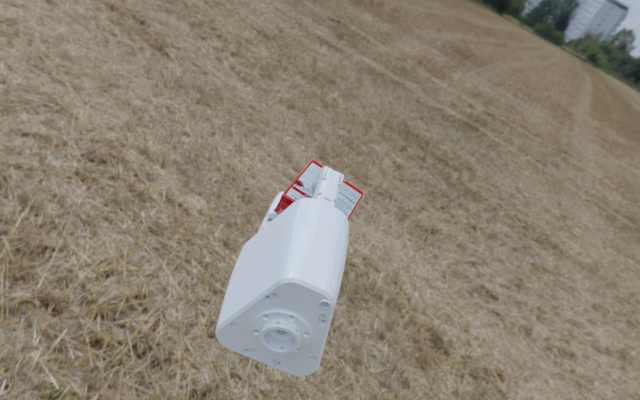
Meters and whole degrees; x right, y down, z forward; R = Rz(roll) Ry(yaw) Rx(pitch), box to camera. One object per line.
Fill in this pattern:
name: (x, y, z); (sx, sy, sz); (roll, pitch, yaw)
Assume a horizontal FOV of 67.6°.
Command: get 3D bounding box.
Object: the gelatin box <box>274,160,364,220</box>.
gelatin box: (0.000, 0.001, 0.531); (0.073, 0.030, 0.089); (33, 37, 2)
